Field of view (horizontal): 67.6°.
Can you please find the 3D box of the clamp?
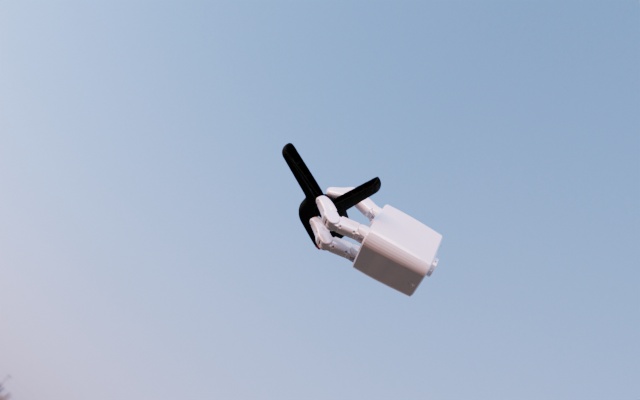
[{"bbox_3d":[0.001,0.003,0.794,0.164,0.210,0.036,28,50,10],"label":"clamp"}]
